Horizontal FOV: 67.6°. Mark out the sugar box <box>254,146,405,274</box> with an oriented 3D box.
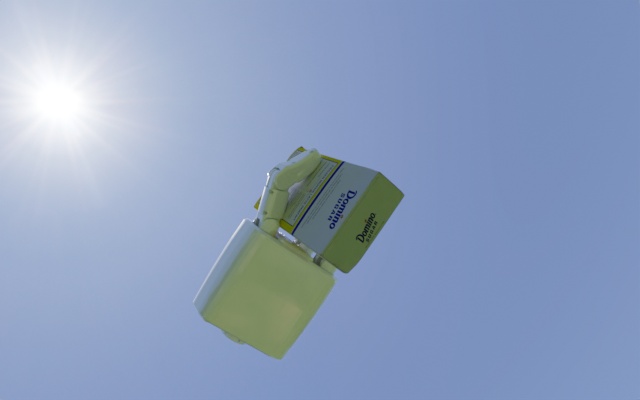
[{"bbox_3d":[0.000,0.002,0.496,0.048,0.093,0.176,38,-5,-32],"label":"sugar box"}]
